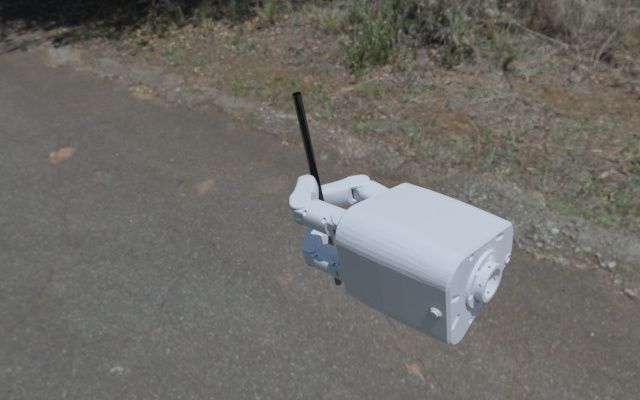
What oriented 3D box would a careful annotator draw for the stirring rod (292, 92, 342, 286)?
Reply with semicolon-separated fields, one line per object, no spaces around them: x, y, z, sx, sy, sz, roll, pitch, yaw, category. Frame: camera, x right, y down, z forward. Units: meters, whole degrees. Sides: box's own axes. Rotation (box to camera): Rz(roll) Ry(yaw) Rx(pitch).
0.000;0.002;0.490;0.011;0.240;0.011;-8;36;6;stirring rod
